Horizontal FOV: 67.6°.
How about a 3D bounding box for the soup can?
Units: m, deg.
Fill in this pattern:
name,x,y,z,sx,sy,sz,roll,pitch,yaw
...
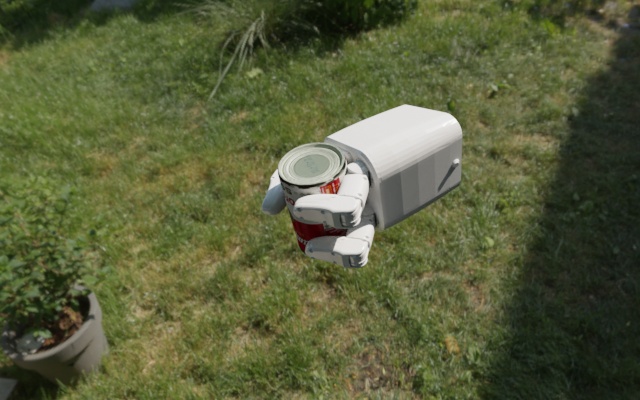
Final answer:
name,x,y,z,sx,sy,sz,roll,pitch,yaw
soup can,0.000,0.002,0.482,0.068,0.102,0.068,-7,42,7
